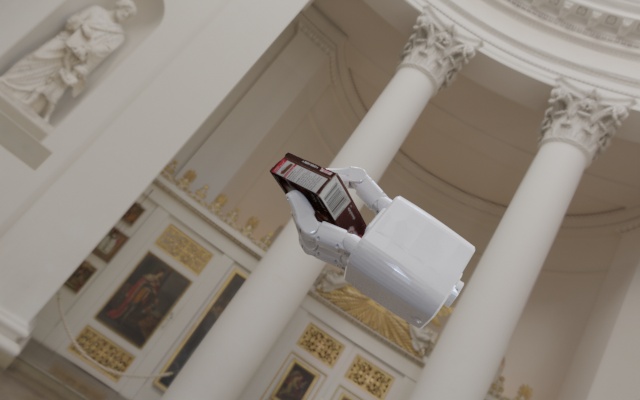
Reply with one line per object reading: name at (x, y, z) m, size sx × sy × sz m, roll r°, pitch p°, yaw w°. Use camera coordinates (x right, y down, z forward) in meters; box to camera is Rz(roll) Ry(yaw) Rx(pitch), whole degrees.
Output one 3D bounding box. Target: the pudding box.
pudding box at (0.000, 0.002, 0.576) m, size 0.090 × 0.039 × 0.114 m, roll 26°, pitch -25°, yaw 42°
